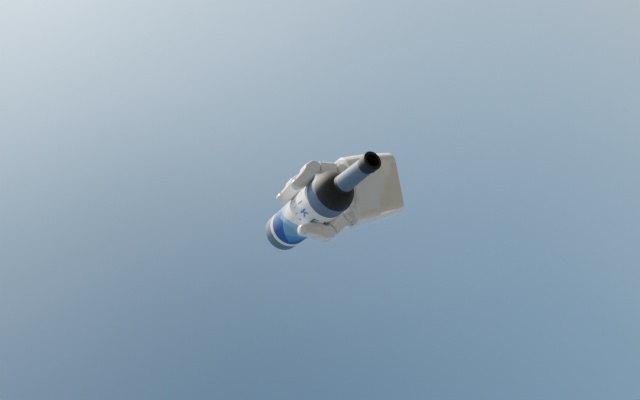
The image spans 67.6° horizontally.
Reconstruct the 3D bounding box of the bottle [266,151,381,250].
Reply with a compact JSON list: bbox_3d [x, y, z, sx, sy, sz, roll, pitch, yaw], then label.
[{"bbox_3d":[0.000,0.003,0.744,0.069,0.069,0.296,0,-22,-30],"label":"bottle"}]
